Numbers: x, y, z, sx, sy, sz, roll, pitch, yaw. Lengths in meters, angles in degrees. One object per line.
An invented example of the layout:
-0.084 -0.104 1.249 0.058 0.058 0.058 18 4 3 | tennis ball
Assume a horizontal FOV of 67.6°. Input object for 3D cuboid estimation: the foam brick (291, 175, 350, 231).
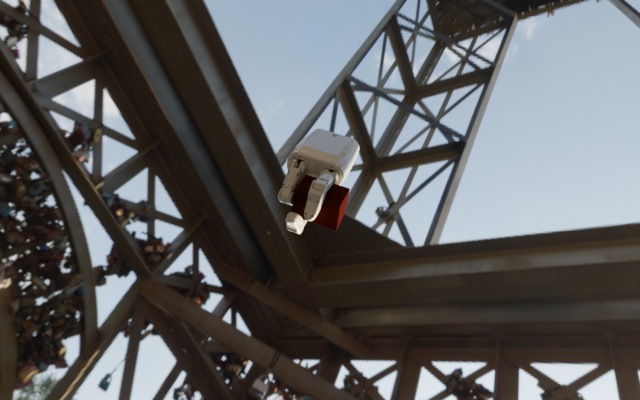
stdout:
0.000 0.003 0.749 0.078 0.053 0.051 19 37 11 | foam brick
